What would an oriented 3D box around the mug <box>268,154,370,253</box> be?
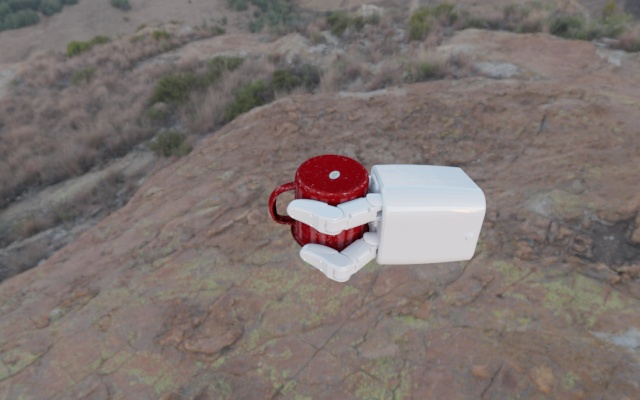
[{"bbox_3d":[-0.001,0.002,0.538,0.117,0.082,0.093,-1,38,-2],"label":"mug"}]
